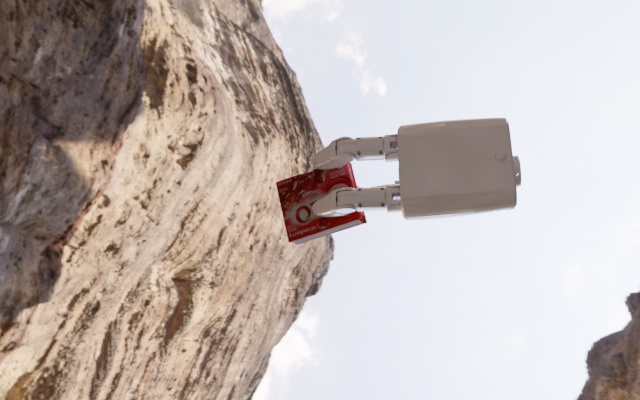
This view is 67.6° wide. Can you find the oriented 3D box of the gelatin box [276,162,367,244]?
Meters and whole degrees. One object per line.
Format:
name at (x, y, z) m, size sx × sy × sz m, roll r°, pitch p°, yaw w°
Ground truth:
gelatin box at (0.000, 0.002, 0.538) m, size 0.089 × 0.073 × 0.030 m, roll -19°, pitch -17°, yaw 15°
